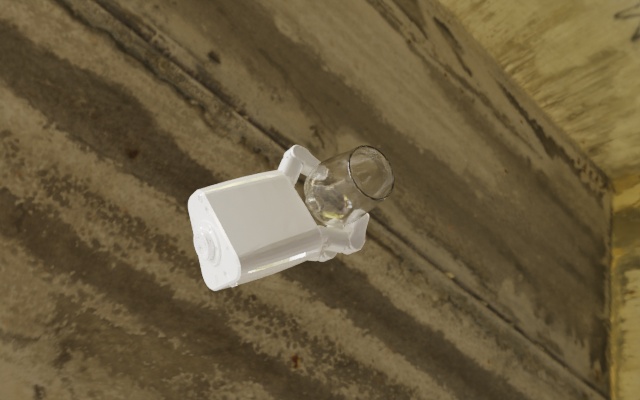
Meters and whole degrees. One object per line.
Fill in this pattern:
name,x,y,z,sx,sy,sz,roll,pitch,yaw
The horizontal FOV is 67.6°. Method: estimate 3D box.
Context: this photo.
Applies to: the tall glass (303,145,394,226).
tall glass,0.000,0.002,0.576,0.079,0.079,0.201,0,-19,-35
